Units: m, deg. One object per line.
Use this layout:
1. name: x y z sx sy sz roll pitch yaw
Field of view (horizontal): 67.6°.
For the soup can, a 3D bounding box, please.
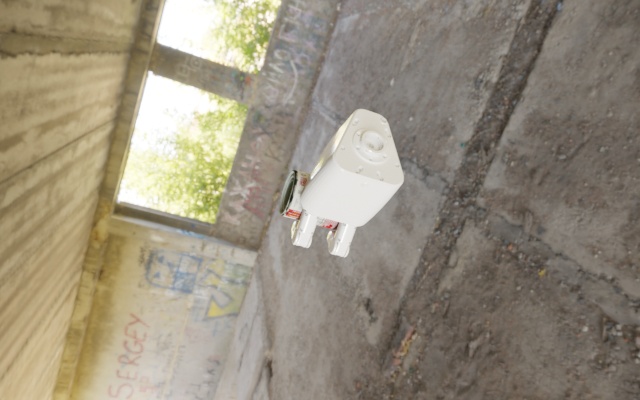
1. soup can: 0.000 0.002 0.675 0.102 0.068 0.068 16 -4 -16
